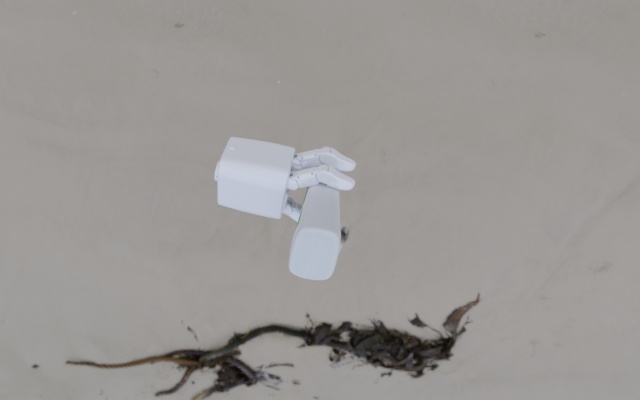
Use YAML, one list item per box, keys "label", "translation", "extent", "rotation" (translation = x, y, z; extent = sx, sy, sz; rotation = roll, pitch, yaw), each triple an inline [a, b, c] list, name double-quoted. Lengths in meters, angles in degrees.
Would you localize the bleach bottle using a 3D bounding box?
- label: "bleach bottle"
  translation: [0.000, 0.002, 0.765]
  extent: [0.068, 0.103, 0.250]
  rotation: [11, 37, -3]
